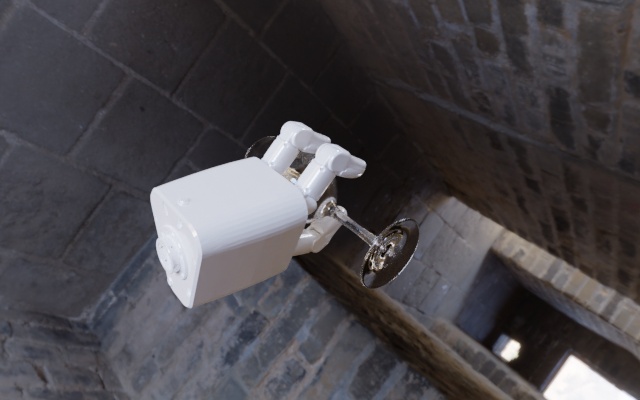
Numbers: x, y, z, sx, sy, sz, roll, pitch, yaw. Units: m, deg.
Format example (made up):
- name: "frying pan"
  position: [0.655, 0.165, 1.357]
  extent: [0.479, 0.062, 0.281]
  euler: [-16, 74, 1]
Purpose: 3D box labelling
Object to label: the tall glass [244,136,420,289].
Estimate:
- name: "tall glass"
  position: [0.001, 0.002, 0.486]
  extent: [0.079, 0.079, 0.201]
  euler: [0, 28, -46]
